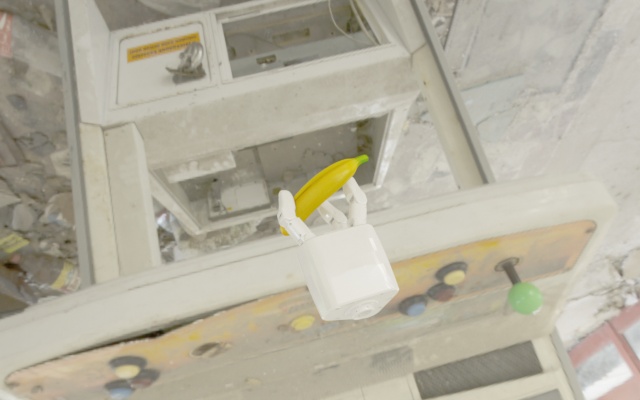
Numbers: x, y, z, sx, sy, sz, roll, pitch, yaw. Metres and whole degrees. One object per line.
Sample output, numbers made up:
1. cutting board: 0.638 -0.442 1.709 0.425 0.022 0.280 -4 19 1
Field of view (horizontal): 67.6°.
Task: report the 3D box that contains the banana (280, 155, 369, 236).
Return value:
1. banana: -0.009 -0.002 0.734 0.198 0.037 0.069 -41 -28 26
